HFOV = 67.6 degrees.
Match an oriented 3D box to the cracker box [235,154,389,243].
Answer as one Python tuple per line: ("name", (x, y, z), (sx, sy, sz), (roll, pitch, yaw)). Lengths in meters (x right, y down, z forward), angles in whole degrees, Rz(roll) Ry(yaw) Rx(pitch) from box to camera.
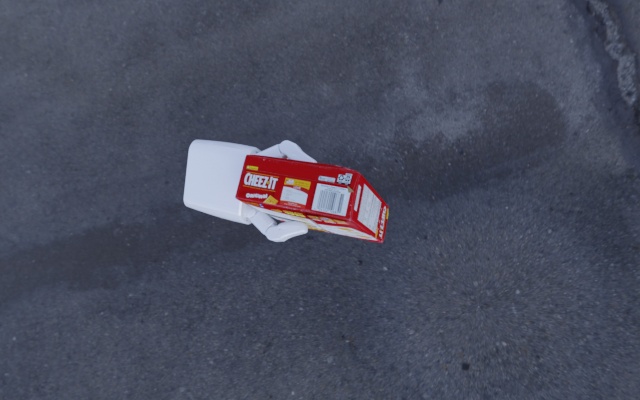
("cracker box", (0.000, 0.002, 0.700), (0.164, 0.072, 0.214), (10, -9, 20))
